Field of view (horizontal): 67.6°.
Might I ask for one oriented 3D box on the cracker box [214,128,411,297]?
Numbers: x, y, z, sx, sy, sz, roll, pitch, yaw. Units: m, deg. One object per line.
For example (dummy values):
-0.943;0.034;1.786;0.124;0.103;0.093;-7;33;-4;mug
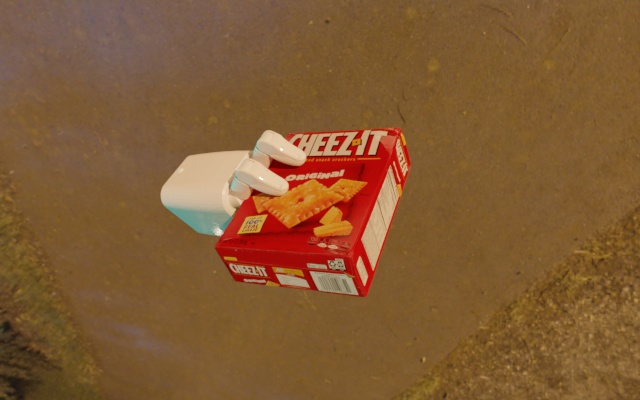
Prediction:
0.000;0.002;0.564;0.164;0.072;0.213;2;44;26;cracker box
